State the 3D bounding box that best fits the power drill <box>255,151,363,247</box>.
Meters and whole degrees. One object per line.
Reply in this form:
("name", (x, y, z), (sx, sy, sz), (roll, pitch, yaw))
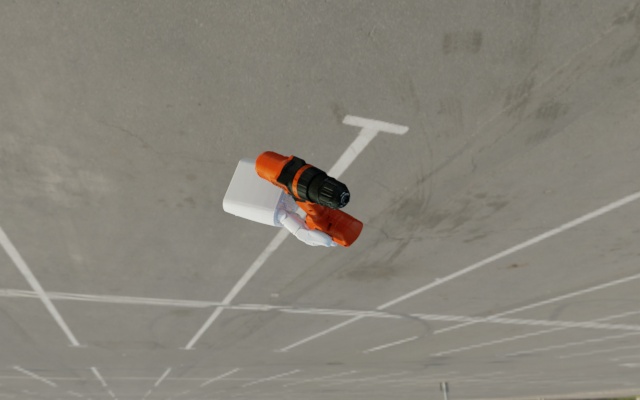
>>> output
("power drill", (0.000, 0.003, 0.762), (0.184, 0.057, 0.188), (27, -16, 39))
